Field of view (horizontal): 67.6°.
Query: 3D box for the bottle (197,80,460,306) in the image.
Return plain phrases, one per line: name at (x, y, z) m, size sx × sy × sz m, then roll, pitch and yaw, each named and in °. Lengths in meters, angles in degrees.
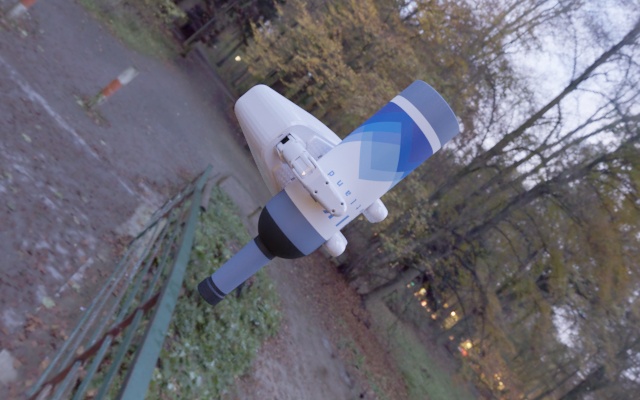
bottle at (0.000, 0.001, 0.471) m, size 0.296 × 0.069 × 0.069 m, roll -39°, pitch -2°, yaw 2°
